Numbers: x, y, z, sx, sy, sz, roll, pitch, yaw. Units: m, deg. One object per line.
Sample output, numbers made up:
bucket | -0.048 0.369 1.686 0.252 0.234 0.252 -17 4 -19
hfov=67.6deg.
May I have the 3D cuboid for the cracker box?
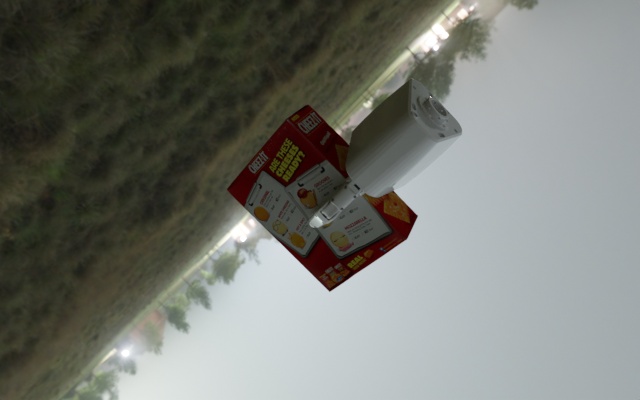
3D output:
cracker box | 0.000 0.002 0.662 0.164 0.214 0.072 -42 4 38
